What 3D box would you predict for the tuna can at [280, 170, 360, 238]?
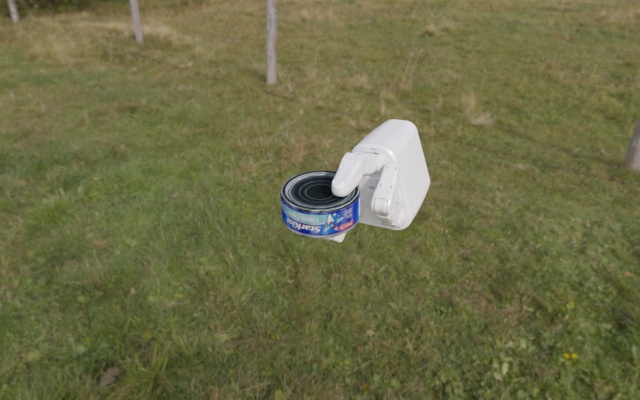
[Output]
[{"bbox_3d":[0.000,0.001,0.510,0.086,0.034,0.086,-1,33,1],"label":"tuna can"}]
